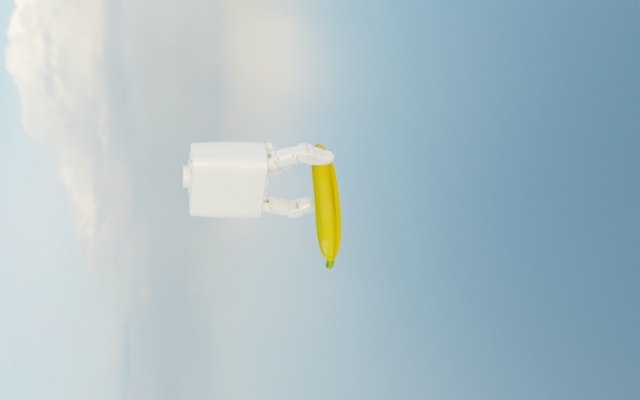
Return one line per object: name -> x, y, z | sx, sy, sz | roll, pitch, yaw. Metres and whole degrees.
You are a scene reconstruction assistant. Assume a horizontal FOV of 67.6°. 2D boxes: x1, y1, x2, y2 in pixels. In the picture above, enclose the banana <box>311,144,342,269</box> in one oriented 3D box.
banana -> 0.006, 0.002, 0.721 | 0.037, 0.197, 0.069 | -1, -10, -18
